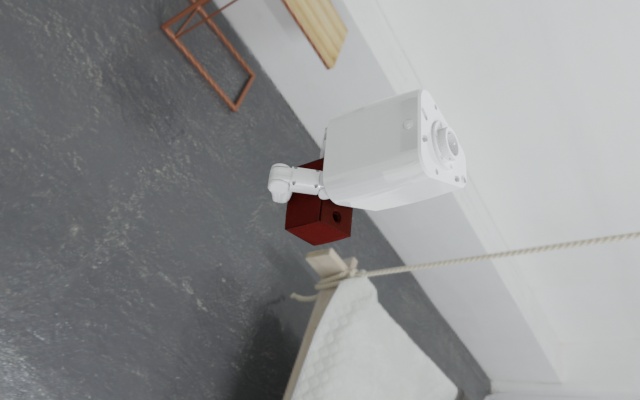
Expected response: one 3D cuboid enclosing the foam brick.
[{"bbox_3d":[0.000,0.002,0.520,0.051,0.078,0.053,-14,-31,36],"label":"foam brick"}]
